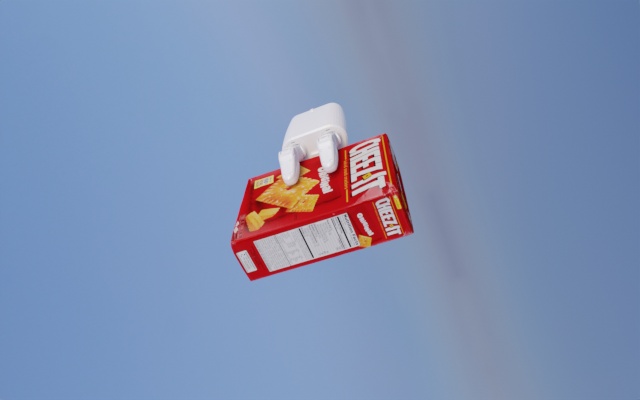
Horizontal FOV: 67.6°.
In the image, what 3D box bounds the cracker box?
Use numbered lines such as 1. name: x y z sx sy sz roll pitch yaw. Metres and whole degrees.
1. cracker box: 0.000 0.002 0.624 0.214 0.072 0.164 -18 29 13
